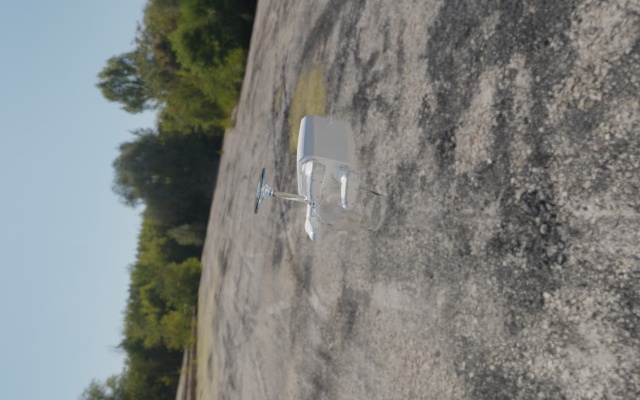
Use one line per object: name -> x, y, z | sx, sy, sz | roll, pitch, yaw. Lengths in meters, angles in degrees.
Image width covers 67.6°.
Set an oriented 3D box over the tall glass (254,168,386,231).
tall glass -> -0.001, 0.003, 0.762 | 0.201, 0.079, 0.079 | 11, -3, -13
